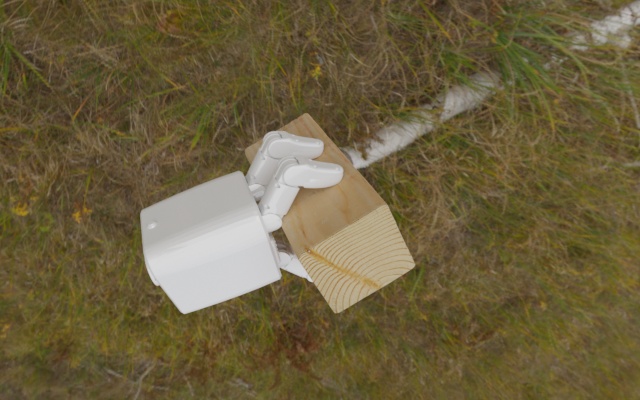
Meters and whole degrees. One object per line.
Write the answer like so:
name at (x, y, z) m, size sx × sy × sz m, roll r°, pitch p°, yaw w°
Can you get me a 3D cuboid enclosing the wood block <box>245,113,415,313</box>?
wood block at (0.000, 0.002, 0.500) m, size 0.090 × 0.091 × 0.206 m, roll -31°, pitch 38°, yaw -2°
